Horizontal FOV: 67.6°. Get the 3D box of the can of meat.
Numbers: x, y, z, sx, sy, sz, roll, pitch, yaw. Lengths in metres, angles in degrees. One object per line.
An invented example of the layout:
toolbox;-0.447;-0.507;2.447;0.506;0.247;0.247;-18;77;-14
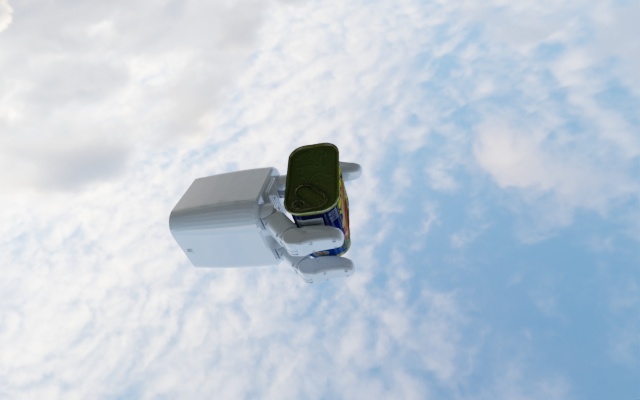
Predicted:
can of meat;0.000;0.002;0.526;0.057;0.102;0.084;-8;-43;10
